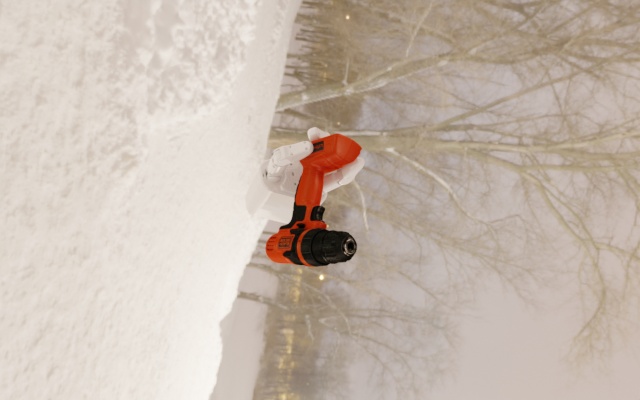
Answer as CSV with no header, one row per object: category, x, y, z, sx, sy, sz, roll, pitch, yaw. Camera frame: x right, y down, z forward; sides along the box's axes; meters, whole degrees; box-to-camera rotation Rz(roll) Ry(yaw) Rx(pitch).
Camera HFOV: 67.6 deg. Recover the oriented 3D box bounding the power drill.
power drill,0.000,0.002,0.674,0.057,0.187,0.184,28,-21,-32
